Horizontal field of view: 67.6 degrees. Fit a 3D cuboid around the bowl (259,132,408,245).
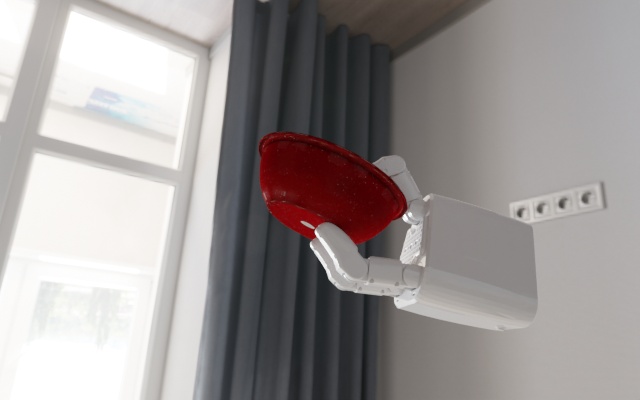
[{"bbox_3d":[-0.001,0.001,0.471,0.162,0.055,0.162,23,-19,8],"label":"bowl"}]
